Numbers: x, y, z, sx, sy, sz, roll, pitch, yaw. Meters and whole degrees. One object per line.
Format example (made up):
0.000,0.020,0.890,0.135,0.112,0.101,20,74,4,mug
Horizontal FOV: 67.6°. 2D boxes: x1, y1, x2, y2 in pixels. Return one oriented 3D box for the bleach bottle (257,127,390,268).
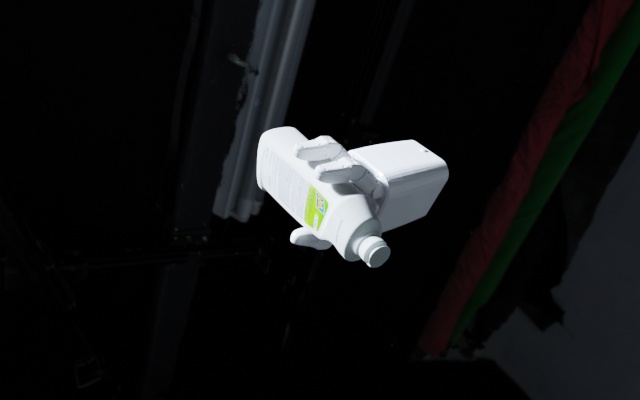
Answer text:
0.000,0.002,0.600,0.068,0.103,0.250,-15,39,-27,bleach bottle
